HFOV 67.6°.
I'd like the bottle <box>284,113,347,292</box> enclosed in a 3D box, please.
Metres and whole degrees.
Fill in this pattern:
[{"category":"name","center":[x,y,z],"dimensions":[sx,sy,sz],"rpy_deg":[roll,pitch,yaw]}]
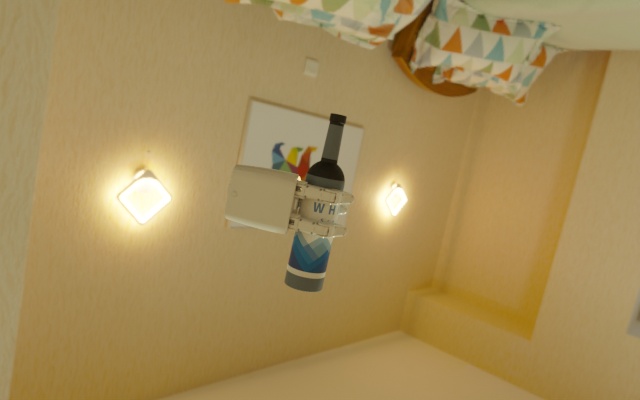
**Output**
[{"category":"bottle","center":[0.000,0.003,0.800],"dimensions":[0.069,0.296,0.069],"rpy_deg":[12,7,-2]}]
